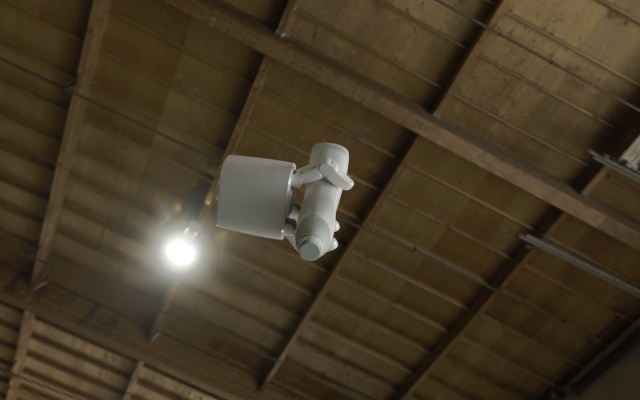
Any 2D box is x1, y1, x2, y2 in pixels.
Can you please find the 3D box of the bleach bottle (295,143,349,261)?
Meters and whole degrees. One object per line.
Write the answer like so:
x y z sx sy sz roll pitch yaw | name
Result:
0.000 0.002 0.734 0.068 0.103 0.250 9 28 2 | bleach bottle
